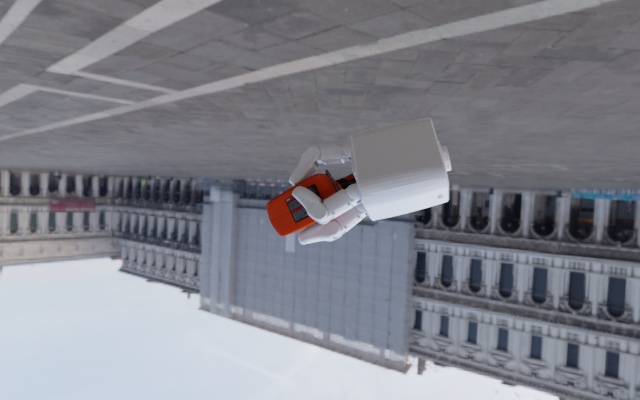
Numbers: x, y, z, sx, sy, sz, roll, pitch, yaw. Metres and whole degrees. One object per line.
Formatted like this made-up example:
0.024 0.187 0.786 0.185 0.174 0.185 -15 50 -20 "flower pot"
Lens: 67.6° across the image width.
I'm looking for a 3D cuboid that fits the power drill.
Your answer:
0.000 0.002 0.711 0.184 0.057 0.187 -30 -5 26 "power drill"
